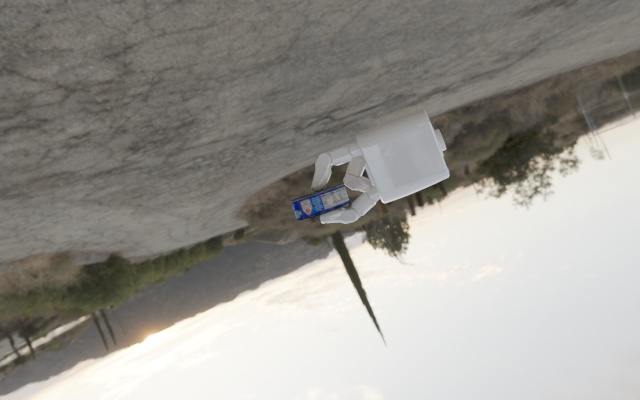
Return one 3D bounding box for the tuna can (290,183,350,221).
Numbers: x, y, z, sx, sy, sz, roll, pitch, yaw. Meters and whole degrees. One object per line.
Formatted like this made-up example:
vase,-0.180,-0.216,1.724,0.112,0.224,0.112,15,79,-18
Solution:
tuna can,0.000,0.003,0.718,0.086,0.034,0.086,-18,2,1
